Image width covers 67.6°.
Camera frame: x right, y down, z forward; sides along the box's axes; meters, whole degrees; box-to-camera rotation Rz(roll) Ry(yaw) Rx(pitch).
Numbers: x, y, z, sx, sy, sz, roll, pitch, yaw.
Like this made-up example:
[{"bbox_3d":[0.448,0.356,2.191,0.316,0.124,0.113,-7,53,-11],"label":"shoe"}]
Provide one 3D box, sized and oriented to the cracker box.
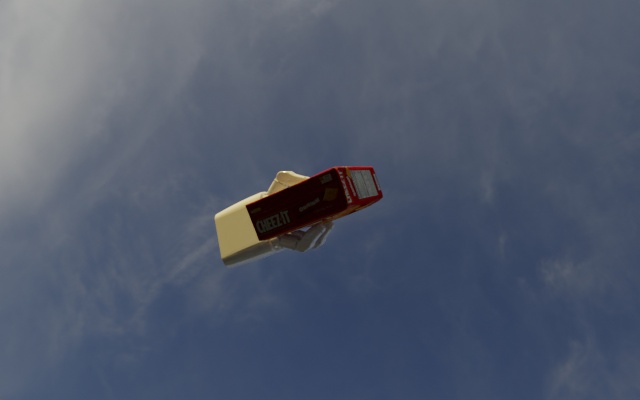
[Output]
[{"bbox_3d":[0.000,0.002,0.816,0.164,0.072,0.213,-22,-4,21],"label":"cracker box"}]
